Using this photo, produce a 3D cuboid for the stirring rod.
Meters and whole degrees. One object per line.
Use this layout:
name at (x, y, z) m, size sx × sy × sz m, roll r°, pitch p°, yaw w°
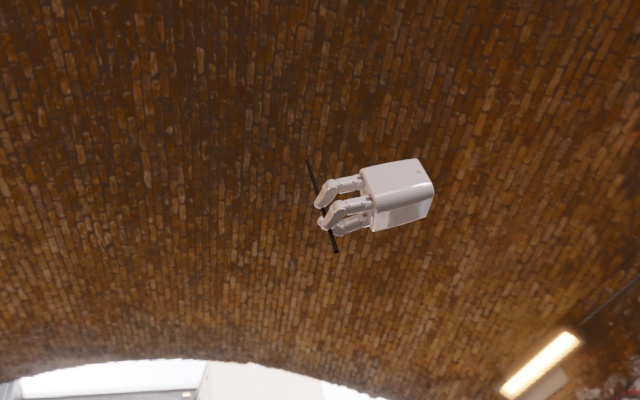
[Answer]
stirring rod at (0.000, 0.003, 0.871) m, size 0.011 × 0.011 × 0.239 m, roll 0°, pitch 43°, yaw -18°
